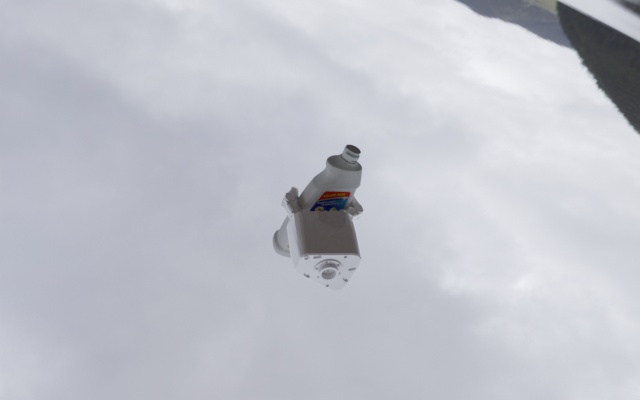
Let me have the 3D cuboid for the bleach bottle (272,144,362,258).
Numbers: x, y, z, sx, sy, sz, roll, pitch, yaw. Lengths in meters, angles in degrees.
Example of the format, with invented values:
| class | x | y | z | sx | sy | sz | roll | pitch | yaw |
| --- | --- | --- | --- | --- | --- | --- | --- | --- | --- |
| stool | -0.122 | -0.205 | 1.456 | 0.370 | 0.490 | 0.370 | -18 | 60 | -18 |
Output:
| class | x | y | z | sx | sy | sz | roll | pitch | yaw |
| --- | --- | --- | --- | --- | --- | --- | --- | --- | --- |
| bleach bottle | 0.000 | 0.003 | 0.890 | 0.102 | 0.251 | 0.068 | 14 | 34 | -21 |
